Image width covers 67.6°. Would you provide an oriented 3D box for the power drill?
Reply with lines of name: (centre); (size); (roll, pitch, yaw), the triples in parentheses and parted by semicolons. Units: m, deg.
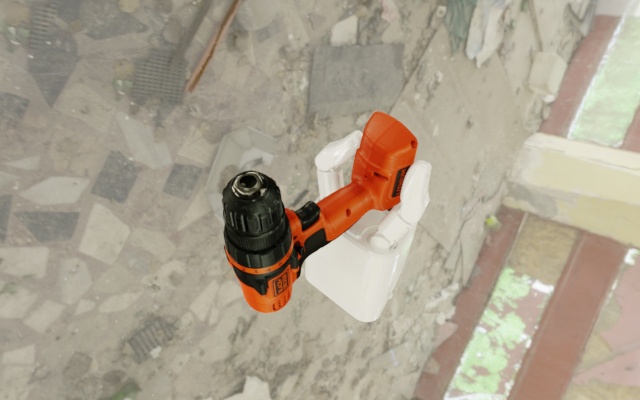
power drill: (0.000, 0.001, 0.410); (0.187, 0.057, 0.185); (-36, -24, -23)
